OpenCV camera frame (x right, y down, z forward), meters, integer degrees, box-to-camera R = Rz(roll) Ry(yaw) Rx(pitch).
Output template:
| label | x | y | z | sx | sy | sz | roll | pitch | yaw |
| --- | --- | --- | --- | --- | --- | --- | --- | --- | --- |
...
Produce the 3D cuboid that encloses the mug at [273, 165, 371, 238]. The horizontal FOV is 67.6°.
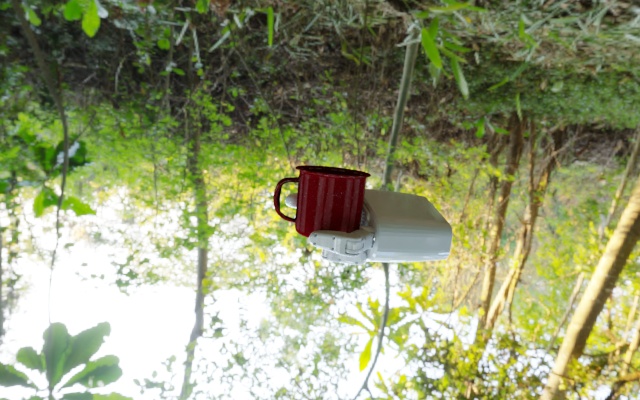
| label | x | y | z | sx | sy | sz | roll | pitch | yaw |
| --- | --- | --- | --- | --- | --- | --- | --- | --- | --- |
| mug | -0.001 | 0.002 | 0.587 | 0.117 | 0.081 | 0.093 | 3 | 10 | -15 |
